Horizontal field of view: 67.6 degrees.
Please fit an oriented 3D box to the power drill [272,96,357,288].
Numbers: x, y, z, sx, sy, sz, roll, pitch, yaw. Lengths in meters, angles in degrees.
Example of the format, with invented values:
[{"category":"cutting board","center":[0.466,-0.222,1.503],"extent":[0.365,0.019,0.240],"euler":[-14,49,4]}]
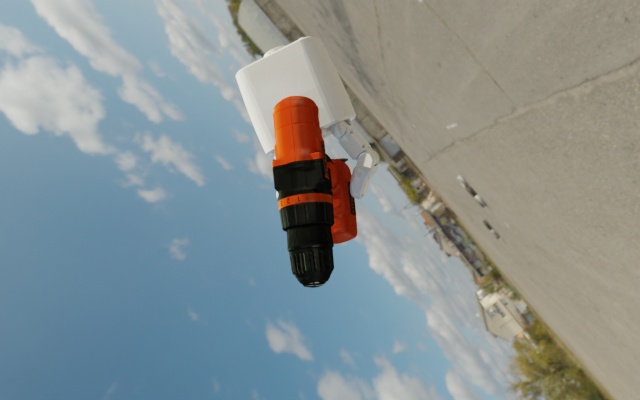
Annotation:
[{"category":"power drill","center":[0.000,0.002,0.519],"extent":[0.057,0.184,0.188],"euler":[-7,-12,10]}]
